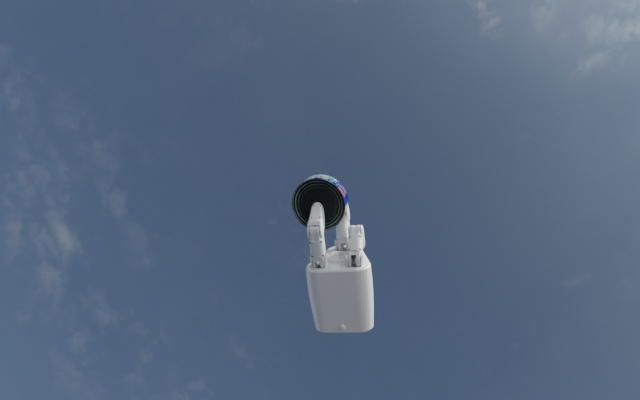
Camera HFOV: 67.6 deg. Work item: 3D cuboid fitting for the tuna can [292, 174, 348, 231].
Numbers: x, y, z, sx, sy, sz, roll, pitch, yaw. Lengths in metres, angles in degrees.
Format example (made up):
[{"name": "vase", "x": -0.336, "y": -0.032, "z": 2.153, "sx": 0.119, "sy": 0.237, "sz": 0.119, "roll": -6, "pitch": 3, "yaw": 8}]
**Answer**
[{"name": "tuna can", "x": 0.000, "y": 0.002, "z": 0.753, "sx": 0.086, "sy": 0.086, "sz": 0.033, "roll": 0, "pitch": 18, "yaw": 14}]
